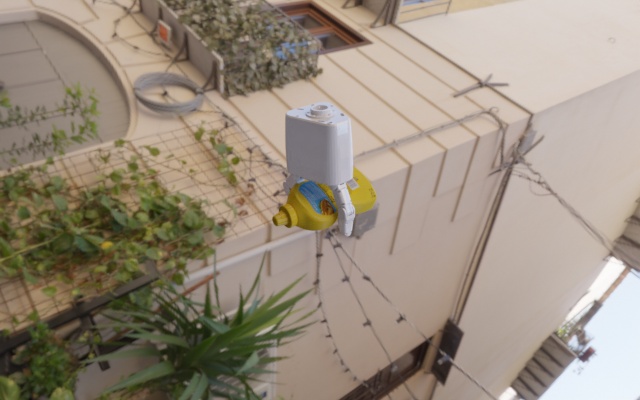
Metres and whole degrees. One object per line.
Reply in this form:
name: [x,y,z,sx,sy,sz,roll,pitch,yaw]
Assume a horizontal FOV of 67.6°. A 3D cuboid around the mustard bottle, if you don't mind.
mustard bottle: [0.000,0.003,0.840,0.191,0.096,0.058,-23,-29,-31]
